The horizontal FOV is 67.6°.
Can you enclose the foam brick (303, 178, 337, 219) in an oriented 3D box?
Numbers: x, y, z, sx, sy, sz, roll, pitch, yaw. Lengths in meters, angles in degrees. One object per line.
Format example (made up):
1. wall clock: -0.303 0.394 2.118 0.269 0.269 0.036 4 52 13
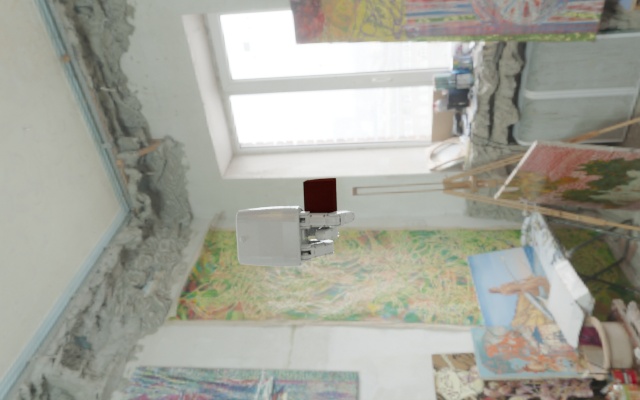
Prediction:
1. foam brick: 0.000 0.002 0.807 0.051 0.078 0.053 -1 7 8
